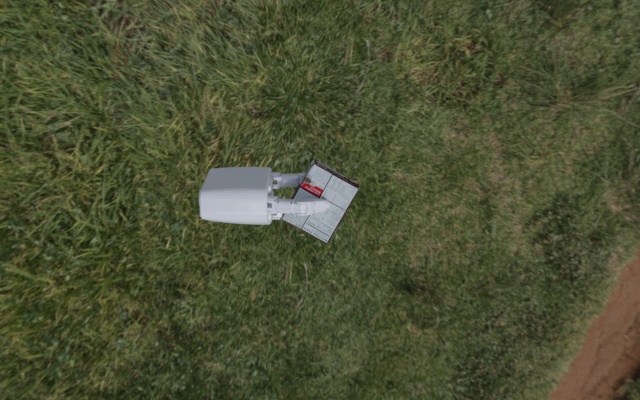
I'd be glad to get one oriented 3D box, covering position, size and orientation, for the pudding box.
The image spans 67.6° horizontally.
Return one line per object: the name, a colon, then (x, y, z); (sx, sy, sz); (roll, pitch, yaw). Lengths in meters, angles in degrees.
pudding box: (0.000, 0.003, 0.789); (0.090, 0.113, 0.039); (29, 11, -6)
